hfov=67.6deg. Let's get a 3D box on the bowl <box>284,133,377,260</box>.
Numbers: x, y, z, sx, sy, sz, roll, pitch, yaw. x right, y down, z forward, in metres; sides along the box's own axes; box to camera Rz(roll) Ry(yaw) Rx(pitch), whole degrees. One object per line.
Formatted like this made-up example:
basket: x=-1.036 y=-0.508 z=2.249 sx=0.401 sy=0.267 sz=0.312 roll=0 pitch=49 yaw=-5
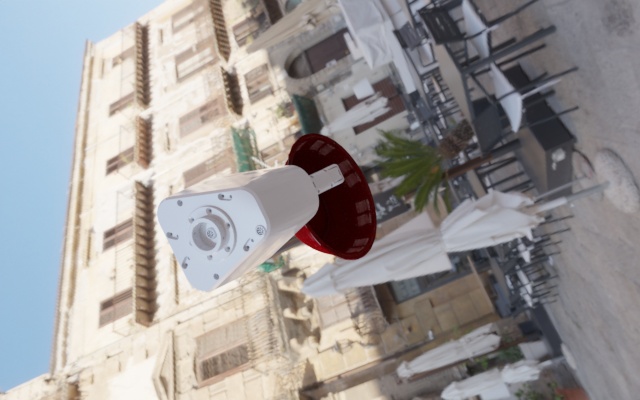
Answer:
bowl: x=0.001 y=0.002 z=0.587 sx=0.055 sy=0.162 sz=0.162 roll=-25 pitch=-15 yaw=36
